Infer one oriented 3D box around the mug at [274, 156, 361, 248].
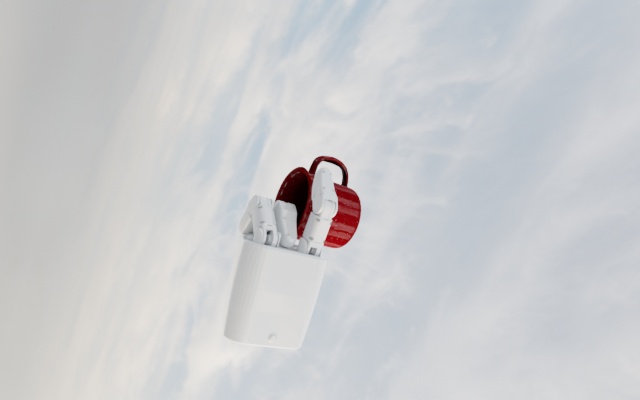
[{"bbox_3d":[0.001,0.001,0.600,0.081,0.117,0.093,17,0,-29],"label":"mug"}]
